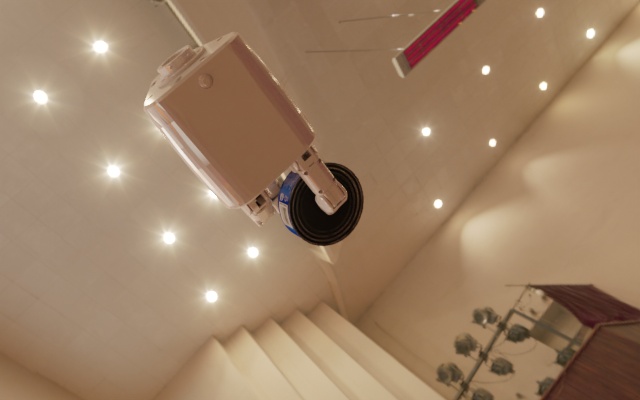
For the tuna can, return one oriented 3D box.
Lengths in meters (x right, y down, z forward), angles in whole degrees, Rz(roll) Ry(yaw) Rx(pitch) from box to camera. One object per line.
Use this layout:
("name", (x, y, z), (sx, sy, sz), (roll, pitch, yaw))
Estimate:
("tuna can", (0.000, 0.002, 0.494), (0.086, 0.086, 0.033), (0, 11, -28))
